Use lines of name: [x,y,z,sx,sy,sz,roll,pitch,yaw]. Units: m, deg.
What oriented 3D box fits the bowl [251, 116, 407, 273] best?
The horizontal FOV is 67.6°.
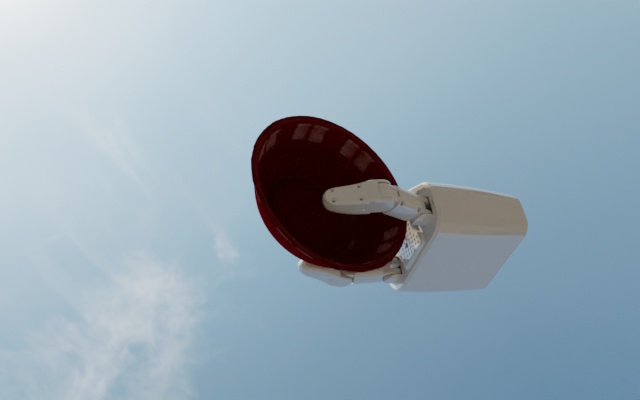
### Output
bowl: [-0.001,0.001,0.442,0.162,0.162,0.055,0,-30,-36]
